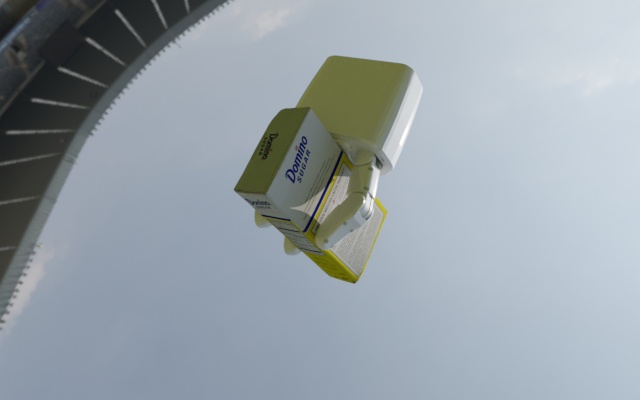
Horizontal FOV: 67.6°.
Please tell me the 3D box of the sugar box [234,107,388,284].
[{"bbox_3d":[0.000,0.001,0.465,0.048,0.093,0.176,6,-29,40],"label":"sugar box"}]
